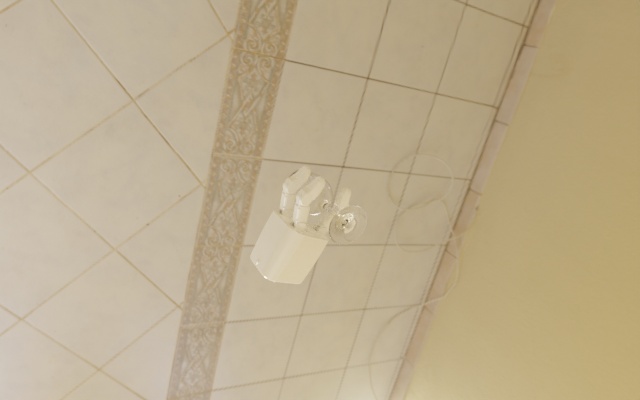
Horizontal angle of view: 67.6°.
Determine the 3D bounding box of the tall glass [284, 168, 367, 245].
[{"bbox_3d":[0.001,0.003,0.880,0.079,0.079,0.201,0,23,-31],"label":"tall glass"}]
